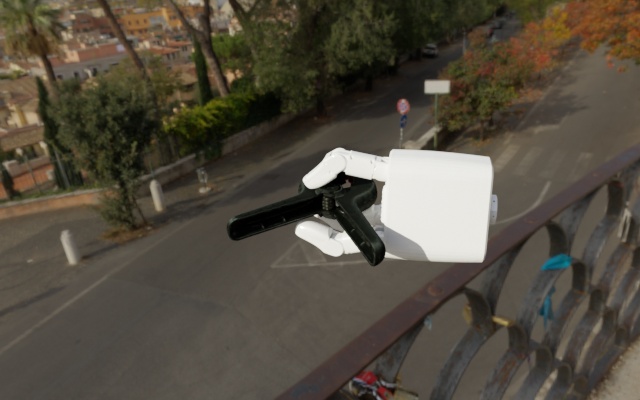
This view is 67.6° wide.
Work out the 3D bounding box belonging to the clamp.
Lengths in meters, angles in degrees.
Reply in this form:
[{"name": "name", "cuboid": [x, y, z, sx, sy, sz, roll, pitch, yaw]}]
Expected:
[{"name": "clamp", "cuboid": [0.000, 0.001, 0.545, 0.164, 0.036, 0.210, 6, 27, 10]}]
